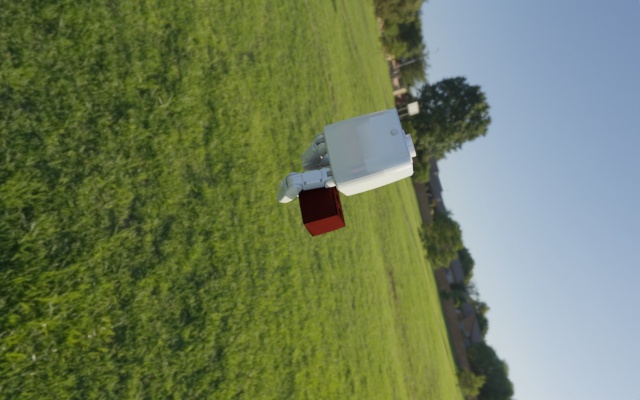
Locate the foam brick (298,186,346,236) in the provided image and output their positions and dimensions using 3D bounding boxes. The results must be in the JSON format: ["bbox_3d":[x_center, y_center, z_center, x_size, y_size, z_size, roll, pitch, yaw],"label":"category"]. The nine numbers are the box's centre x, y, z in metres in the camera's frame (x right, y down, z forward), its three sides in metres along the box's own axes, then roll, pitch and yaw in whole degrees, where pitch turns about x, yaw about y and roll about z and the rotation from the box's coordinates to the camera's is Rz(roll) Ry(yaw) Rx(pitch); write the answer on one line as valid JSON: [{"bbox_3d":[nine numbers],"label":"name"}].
[{"bbox_3d":[0.000,0.003,0.679,0.051,0.078,0.053,-15,-25,8],"label":"foam brick"}]
